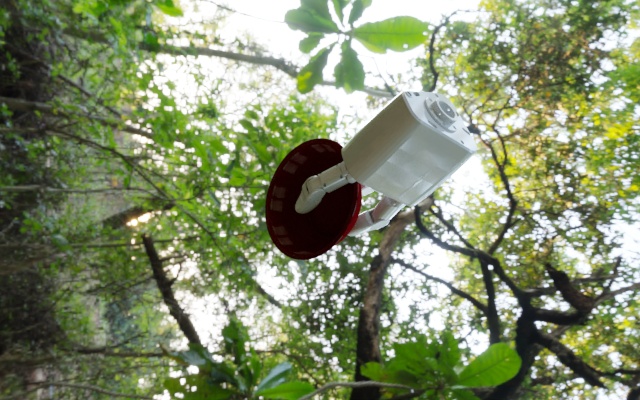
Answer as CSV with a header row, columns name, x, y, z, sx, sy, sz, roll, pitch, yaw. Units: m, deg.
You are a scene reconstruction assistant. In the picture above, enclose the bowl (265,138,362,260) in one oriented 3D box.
name,x,y,z,sx,sy,sz,roll,pitch,yaw
bowl,-0.001,0.003,0.636,0.162,0.162,0.055,0,-13,41
